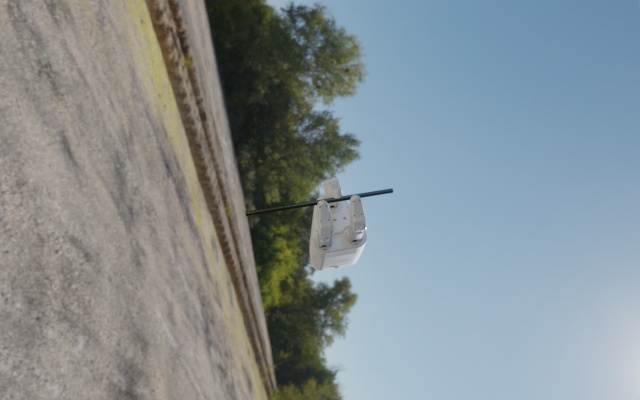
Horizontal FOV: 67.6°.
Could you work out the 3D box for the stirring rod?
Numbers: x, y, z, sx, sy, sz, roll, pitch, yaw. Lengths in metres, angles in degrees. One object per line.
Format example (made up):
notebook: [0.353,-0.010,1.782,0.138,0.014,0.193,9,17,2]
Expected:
stirring rod: [0.000,0.003,0.766,0.239,0.011,0.011,-9,1,-8]
